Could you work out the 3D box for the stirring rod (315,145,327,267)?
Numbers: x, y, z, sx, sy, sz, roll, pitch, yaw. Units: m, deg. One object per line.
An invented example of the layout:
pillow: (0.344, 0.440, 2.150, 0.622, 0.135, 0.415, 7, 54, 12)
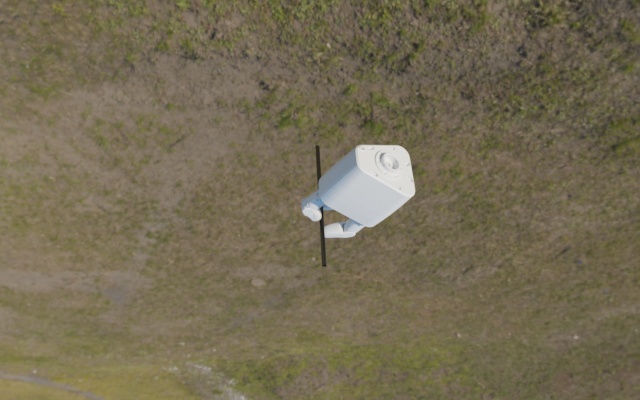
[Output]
stirring rod: (0.000, 0.003, 0.845, 0.011, 0.239, 0.011, -3, -29, -1)
